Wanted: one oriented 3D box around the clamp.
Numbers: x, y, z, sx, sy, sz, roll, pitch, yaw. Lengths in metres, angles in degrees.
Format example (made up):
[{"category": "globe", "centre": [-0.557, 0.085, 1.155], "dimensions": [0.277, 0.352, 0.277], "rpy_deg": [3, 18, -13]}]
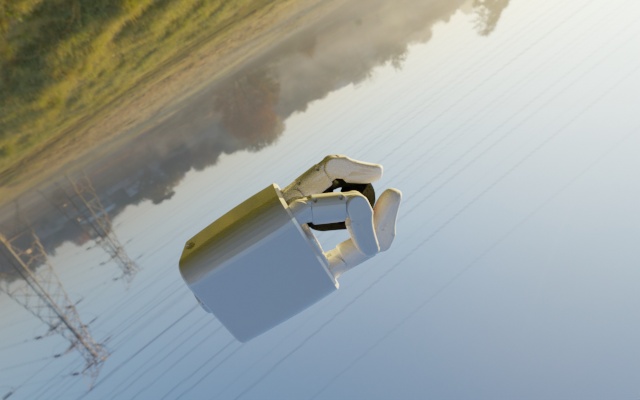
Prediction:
[{"category": "clamp", "centre": [0.000, 0.002, 0.513], "dimensions": [0.120, 0.039, 0.171], "rpy_deg": [-32, 15, -2]}]
